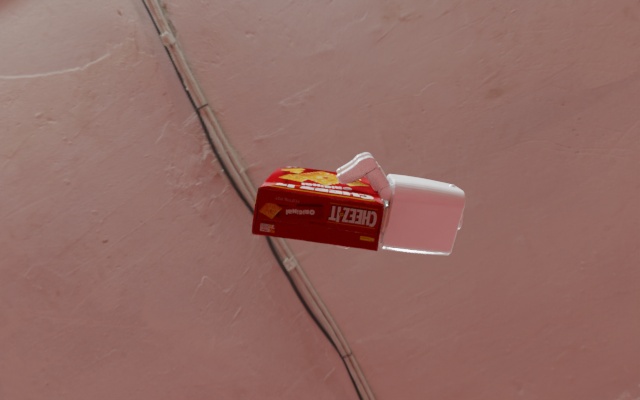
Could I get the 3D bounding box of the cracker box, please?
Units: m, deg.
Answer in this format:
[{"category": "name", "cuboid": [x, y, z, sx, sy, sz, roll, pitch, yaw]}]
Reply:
[{"category": "cracker box", "cuboid": [0.000, 0.002, 0.703, 0.164, 0.072, 0.213, 7, 11, 0]}]
